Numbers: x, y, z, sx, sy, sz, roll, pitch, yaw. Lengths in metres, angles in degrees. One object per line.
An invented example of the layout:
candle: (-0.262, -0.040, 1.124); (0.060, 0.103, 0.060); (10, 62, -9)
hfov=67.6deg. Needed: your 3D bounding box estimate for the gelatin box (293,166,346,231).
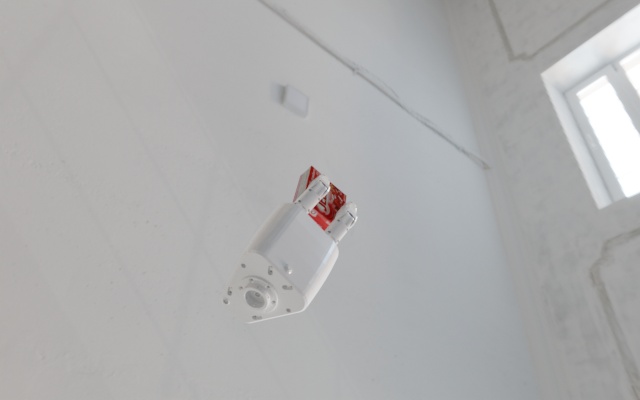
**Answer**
gelatin box: (0.000, 0.002, 0.676); (0.030, 0.073, 0.089); (-39, 22, 29)
